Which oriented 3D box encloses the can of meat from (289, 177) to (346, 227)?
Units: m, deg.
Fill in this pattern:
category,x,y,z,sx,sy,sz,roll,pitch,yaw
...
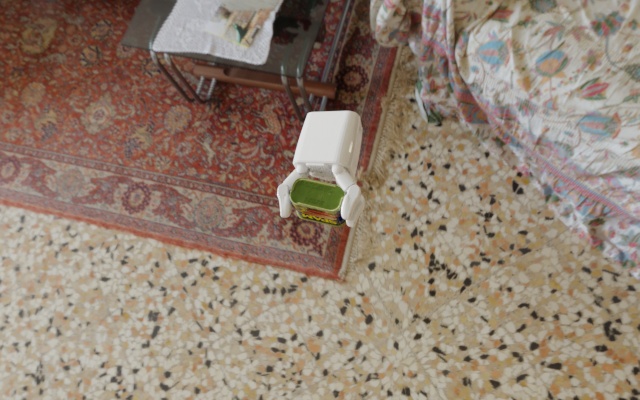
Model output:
category,x,y,z,sx,sy,sz,roll,pitch,yaw
can of meat,0.000,0.003,0.861,0.102,0.057,0.084,13,-16,13
